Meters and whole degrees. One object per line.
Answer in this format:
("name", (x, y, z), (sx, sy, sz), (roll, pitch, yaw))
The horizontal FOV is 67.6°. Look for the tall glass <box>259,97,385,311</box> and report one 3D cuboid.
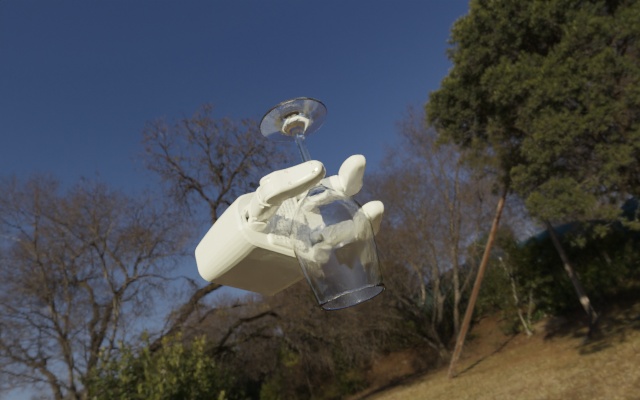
("tall glass", (0.000, 0.001, 0.466), (0.079, 0.201, 0.079), (-15, -24, -7))
